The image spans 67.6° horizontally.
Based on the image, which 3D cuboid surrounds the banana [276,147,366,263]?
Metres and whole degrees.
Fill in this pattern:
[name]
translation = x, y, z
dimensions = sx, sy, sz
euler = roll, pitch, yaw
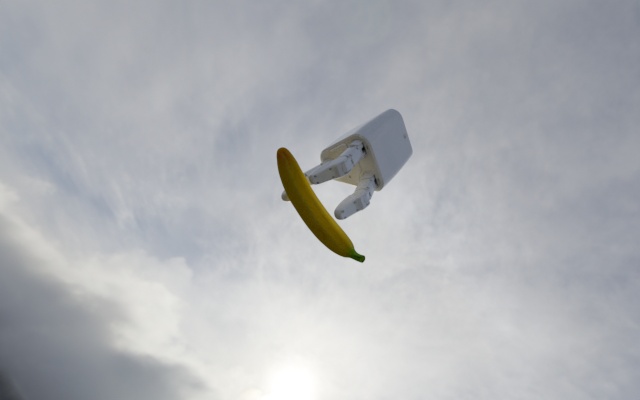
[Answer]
[banana]
translation = -0.007, 0.011, 0.693
dimensions = 0.037, 0.198, 0.070
euler = -40, 4, -35
